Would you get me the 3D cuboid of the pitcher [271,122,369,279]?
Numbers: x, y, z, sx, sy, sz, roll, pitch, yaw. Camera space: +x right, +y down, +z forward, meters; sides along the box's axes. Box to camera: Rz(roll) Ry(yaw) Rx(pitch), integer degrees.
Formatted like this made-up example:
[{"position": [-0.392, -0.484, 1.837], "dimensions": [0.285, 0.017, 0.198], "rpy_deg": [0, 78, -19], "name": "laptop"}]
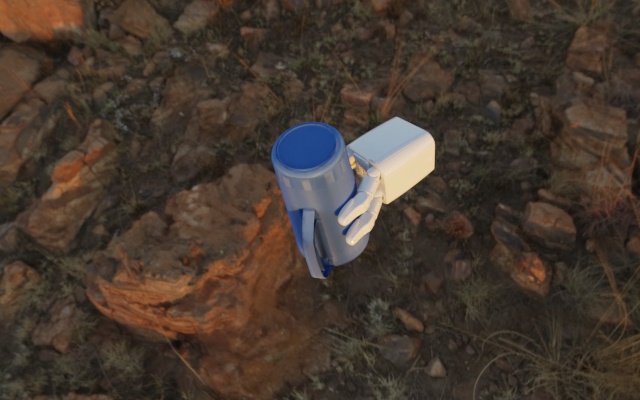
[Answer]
[{"position": [0.000, 0.002, 0.763], "dimensions": [0.145, 0.149, 0.243], "rpy_deg": [-32, -36, -11], "name": "pitcher"}]
